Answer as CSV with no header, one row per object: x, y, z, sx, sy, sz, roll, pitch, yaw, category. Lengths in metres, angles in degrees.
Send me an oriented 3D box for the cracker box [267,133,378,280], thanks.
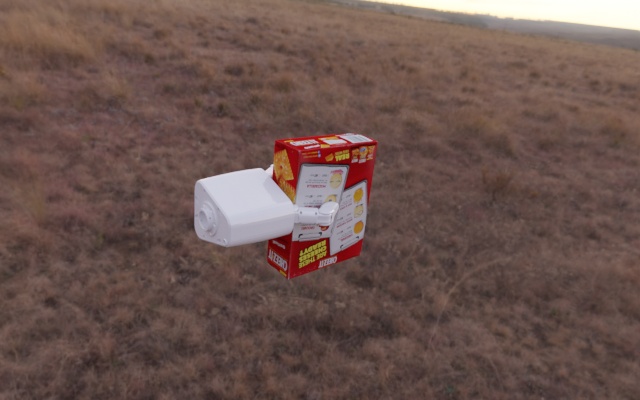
0.000,0.002,0.782,0.164,0.214,0.072,-12,29,-38,cracker box
